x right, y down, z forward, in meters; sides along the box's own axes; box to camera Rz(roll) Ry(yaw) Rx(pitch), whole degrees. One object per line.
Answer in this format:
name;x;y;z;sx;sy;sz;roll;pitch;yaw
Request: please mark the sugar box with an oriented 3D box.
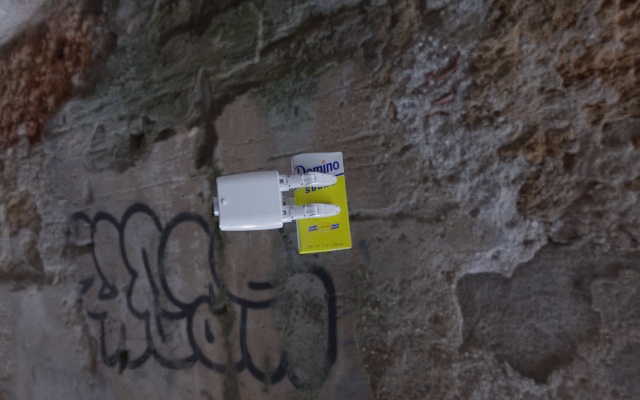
sugar box;0.000;0.003;0.858;0.093;0.176;0.048;-5;-7;-8
